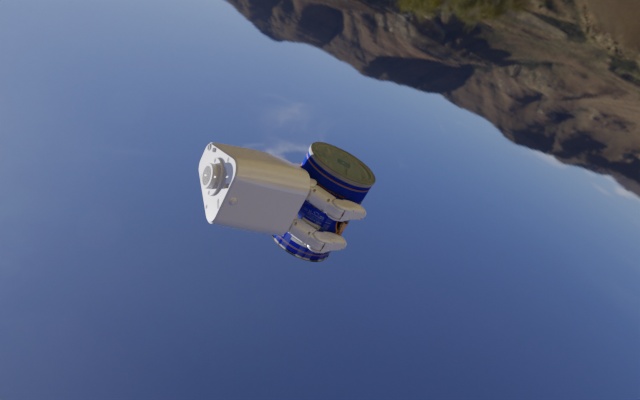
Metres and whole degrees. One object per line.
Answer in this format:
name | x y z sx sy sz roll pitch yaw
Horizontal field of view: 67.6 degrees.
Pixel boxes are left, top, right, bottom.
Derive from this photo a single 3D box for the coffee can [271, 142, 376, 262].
coffee can | 0.000 0.002 0.686 0.103 0.140 0.102 25 24 -12
